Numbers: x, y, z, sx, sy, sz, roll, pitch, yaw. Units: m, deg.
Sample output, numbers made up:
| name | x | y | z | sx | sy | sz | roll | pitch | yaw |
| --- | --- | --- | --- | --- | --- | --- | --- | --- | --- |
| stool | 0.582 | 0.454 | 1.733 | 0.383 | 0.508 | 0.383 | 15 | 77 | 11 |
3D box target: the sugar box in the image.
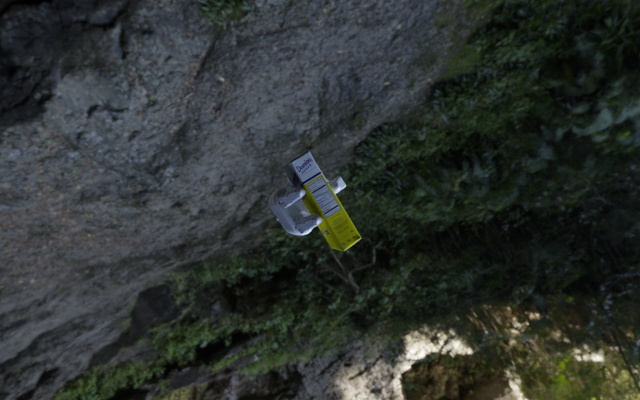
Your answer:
| name | x | y | z | sx | sy | sz | roll | pitch | yaw |
| --- | --- | --- | --- | --- | --- | --- | --- | --- | --- |
| sugar box | 0.000 | 0.003 | 0.838 | 0.048 | 0.176 | 0.093 | -35 | 5 | -12 |
